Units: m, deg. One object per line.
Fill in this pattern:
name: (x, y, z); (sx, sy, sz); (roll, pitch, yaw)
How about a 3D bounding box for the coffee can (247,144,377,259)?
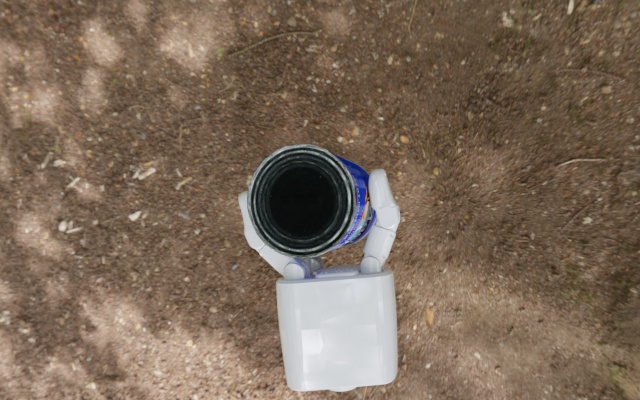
coffee can: (0.000, 0.001, 0.489); (0.103, 0.103, 0.140); (0, -1, 15)
